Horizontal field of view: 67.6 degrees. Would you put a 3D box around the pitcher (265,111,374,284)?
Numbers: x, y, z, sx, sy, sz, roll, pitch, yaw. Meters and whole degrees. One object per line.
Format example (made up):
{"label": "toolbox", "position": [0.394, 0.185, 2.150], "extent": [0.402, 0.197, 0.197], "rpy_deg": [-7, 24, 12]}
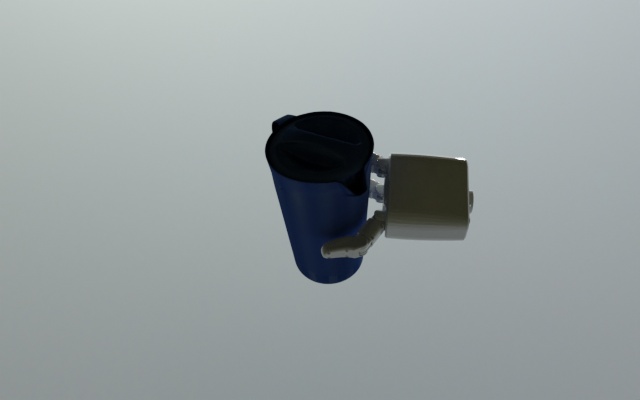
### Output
{"label": "pitcher", "position": [0.000, 0.002, 0.668], "extent": [0.145, 0.149, 0.243], "rpy_deg": [4, -42, 8]}
